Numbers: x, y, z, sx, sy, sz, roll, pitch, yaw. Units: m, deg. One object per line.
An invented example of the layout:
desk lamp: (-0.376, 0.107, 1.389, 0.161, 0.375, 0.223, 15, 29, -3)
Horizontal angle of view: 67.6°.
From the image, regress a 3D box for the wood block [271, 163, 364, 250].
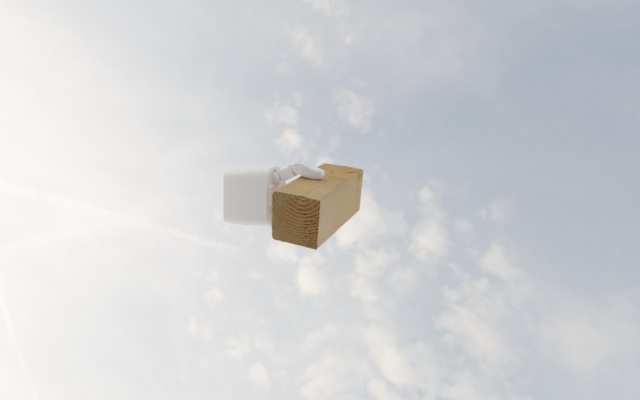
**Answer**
wood block: (0.000, 0.002, 0.878, 0.090, 0.091, 0.206, 12, 22, 22)
